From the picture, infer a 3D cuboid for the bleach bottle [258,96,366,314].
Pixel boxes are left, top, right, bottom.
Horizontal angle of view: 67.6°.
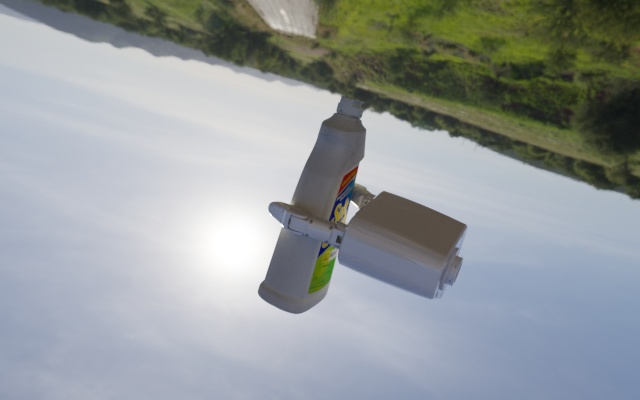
[{"bbox_3d":[0.000,0.002,0.568,0.068,0.251,0.102,21,15,22],"label":"bleach bottle"}]
